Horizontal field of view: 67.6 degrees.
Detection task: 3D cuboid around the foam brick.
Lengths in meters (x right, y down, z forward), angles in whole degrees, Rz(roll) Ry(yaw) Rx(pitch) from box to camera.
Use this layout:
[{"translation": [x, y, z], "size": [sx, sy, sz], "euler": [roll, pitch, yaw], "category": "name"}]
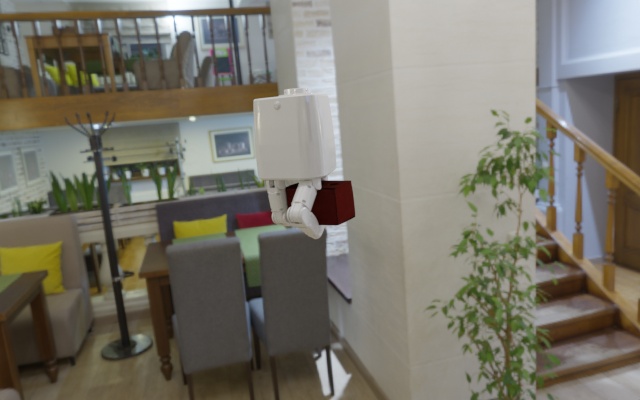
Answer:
[{"translation": [0.000, 0.002, 0.645], "size": [0.078, 0.051, 0.053], "euler": [1, 12, 29], "category": "foam brick"}]
